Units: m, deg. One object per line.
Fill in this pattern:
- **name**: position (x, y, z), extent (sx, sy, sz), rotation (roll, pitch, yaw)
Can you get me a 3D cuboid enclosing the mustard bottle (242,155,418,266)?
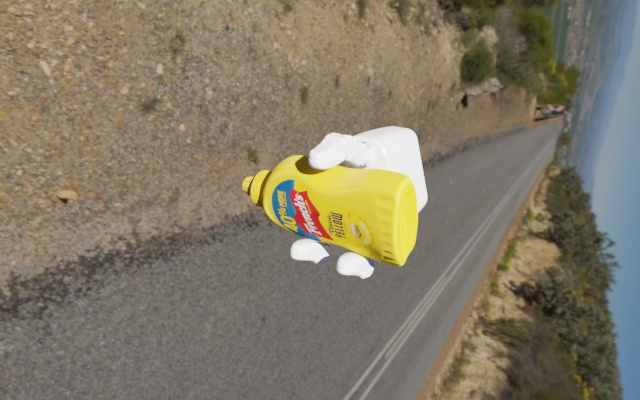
- **mustard bottle**: position (0.000, 0.002, 0.488), extent (0.191, 0.096, 0.058), rotation (14, 47, 28)
